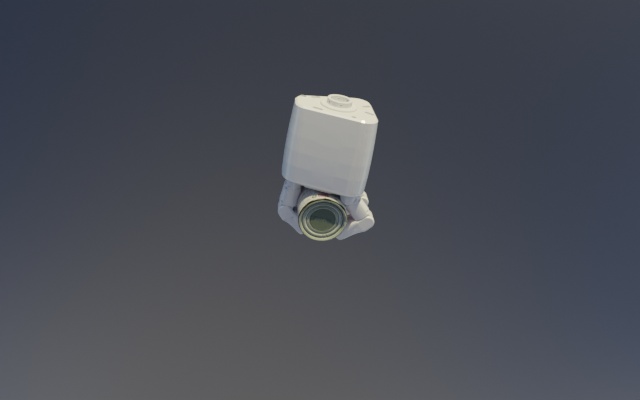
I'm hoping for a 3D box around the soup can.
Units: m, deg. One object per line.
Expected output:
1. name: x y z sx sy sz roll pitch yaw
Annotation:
1. soup can: 0.000 0.003 0.677 0.068 0.068 0.102 0 30 -4
